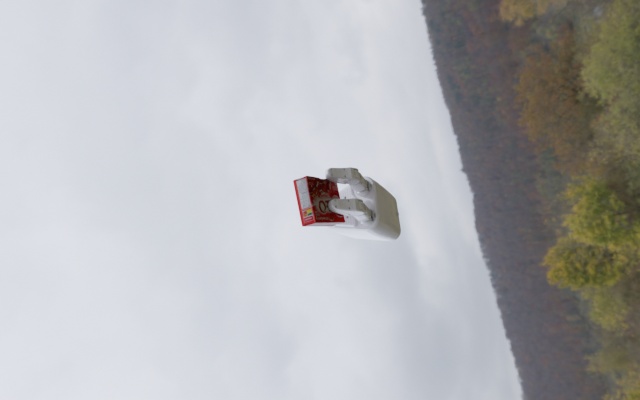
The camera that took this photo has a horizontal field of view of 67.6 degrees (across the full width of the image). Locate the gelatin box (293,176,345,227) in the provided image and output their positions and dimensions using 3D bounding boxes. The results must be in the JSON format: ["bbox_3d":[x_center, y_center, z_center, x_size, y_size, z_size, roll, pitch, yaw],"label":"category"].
[{"bbox_3d":[0.000,0.003,0.745,0.030,0.073,0.089,-18,-12,32],"label":"gelatin box"}]
